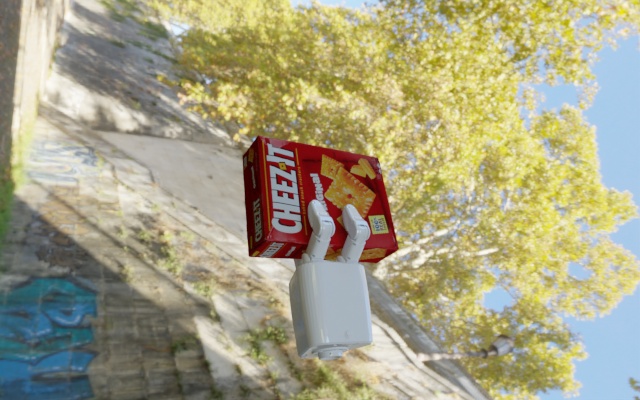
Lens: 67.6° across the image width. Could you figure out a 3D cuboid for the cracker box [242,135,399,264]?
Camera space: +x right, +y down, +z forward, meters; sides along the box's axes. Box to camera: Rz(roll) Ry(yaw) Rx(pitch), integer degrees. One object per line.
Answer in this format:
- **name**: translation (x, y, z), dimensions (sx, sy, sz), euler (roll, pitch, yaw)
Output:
- **cracker box**: translation (0.000, 0.002, 0.706), dimensions (0.214, 0.164, 0.072), euler (7, -30, -29)
